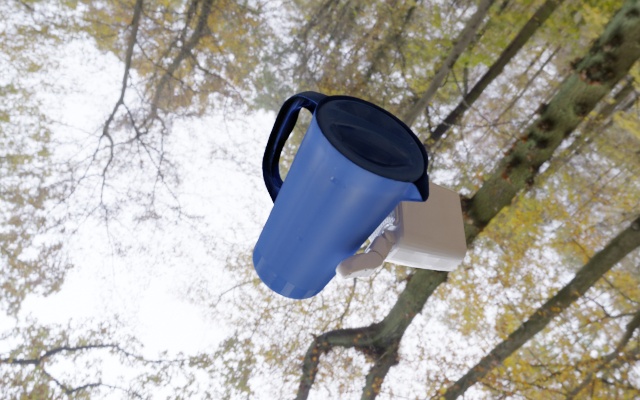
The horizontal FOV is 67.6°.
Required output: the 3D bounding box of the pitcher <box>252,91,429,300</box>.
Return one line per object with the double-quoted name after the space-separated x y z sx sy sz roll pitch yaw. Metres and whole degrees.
0.000 0.002 0.564 0.145 0.149 0.243 12 -48 -24 "pitcher"
